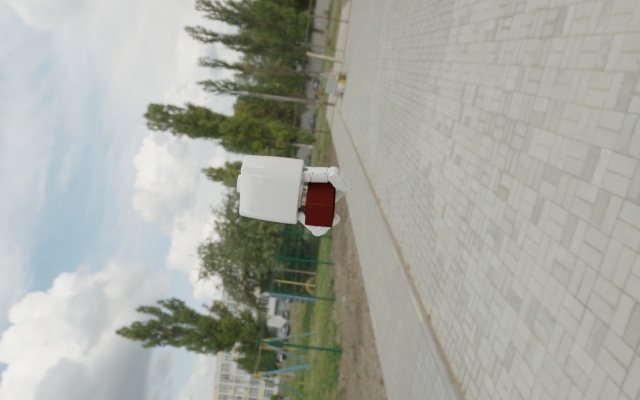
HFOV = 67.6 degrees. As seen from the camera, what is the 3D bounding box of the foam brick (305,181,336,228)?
[{"bbox_3d":[0.000,0.003,0.857,0.051,0.053,0.078,5,43,0],"label":"foam brick"}]
